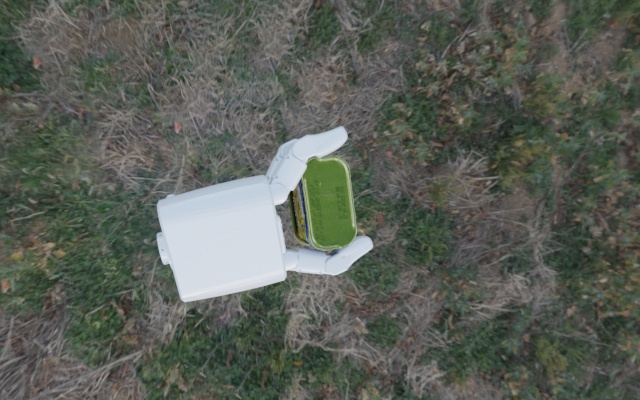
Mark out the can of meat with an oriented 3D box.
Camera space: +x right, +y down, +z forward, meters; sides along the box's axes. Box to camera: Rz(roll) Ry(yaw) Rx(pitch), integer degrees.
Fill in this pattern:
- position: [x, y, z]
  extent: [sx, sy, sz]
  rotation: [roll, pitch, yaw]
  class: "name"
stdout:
- position: [0.000, 0.002, 0.521]
  extent: [0.057, 0.102, 0.084]
  rotation: [-9, 3, -12]
  class: "can of meat"
